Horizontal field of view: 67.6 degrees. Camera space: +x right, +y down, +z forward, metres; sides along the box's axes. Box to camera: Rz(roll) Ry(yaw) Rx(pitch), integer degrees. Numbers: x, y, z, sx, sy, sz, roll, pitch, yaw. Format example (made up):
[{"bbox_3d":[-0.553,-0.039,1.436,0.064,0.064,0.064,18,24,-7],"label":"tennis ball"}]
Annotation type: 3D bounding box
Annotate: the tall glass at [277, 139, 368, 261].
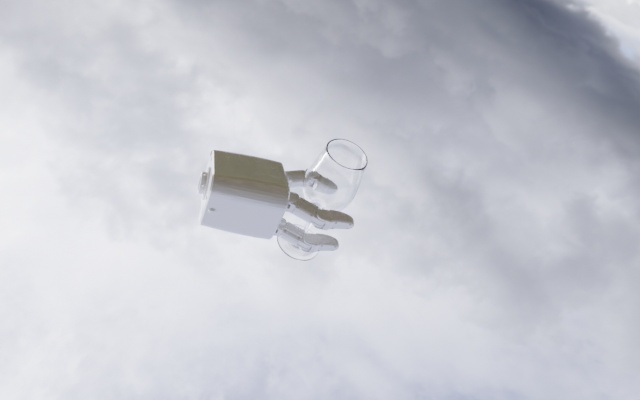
[{"bbox_3d":[0.000,0.003,0.711,0.079,0.079,0.201,0,-41,-29],"label":"tall glass"}]
